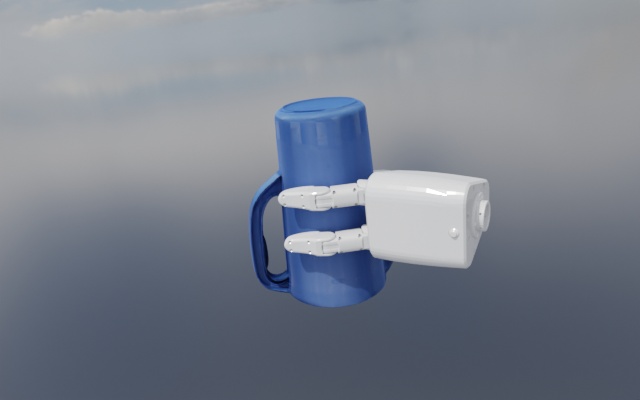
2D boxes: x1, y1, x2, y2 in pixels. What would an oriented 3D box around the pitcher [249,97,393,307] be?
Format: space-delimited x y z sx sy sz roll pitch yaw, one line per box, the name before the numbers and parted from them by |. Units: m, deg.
pitcher | 0.000 0.002 0.596 0.145 0.243 0.149 6 24 31
